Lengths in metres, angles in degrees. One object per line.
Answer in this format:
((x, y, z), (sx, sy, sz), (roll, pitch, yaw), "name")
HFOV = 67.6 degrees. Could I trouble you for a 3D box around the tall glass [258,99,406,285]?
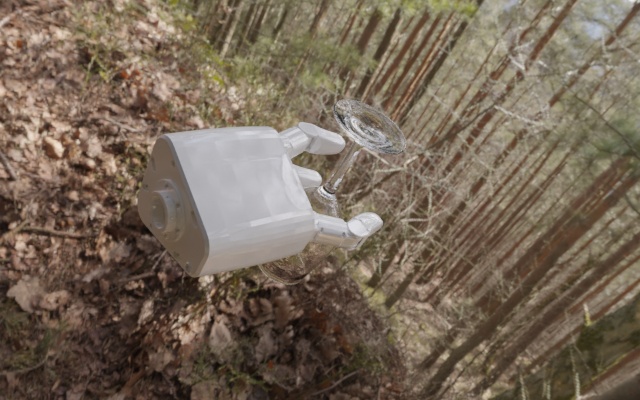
((0.001, 0.001, 0.480), (0.079, 0.079, 0.201), (0, -43, -37), "tall glass")
